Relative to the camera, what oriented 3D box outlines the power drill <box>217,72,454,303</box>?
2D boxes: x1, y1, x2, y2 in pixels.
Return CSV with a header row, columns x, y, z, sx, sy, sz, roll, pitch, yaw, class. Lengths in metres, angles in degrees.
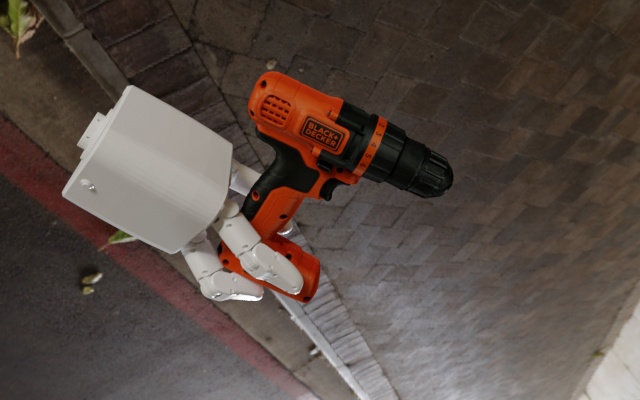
x,y,z,sx,sy,sz,roll,pitch,yaw,class
0.000,0.002,0.432,0.184,0.188,0.057,26,24,-3,power drill
